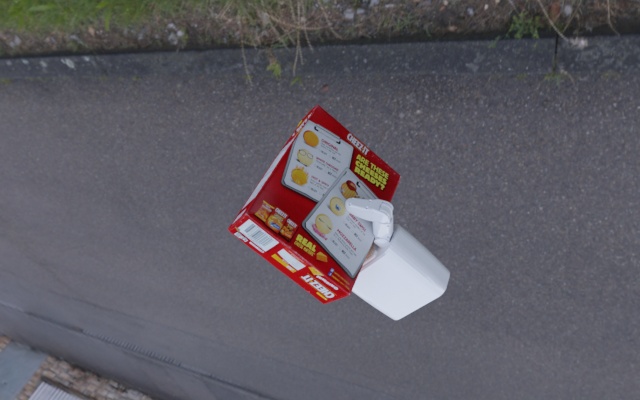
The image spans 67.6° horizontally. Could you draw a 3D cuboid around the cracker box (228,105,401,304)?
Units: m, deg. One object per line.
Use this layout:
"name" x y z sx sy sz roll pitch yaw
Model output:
"cracker box" 0.000 0.002 0.640 0.164 0.213 0.072 39 -38 -14
